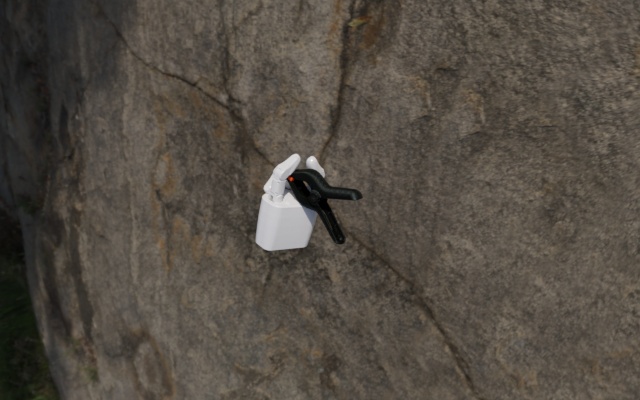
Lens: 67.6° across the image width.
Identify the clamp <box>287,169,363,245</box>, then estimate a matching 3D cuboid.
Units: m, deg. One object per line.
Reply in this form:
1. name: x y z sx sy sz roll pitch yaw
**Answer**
1. clamp: 0.000 0.003 0.894 0.171 0.120 0.039 32 30 34
